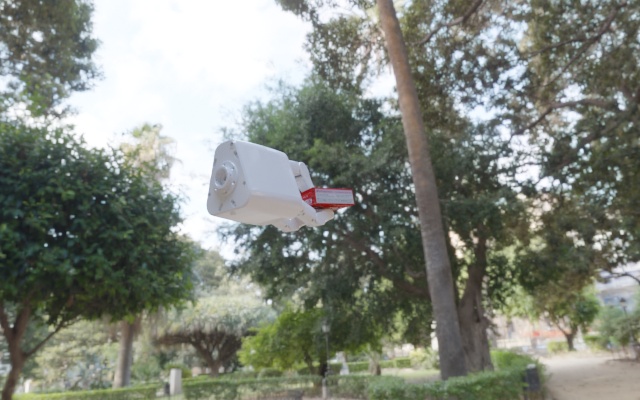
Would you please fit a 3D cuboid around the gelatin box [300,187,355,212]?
[{"bbox_3d":[0.000,0.002,0.796,0.089,0.030,0.073,1,-15,-40],"label":"gelatin box"}]
